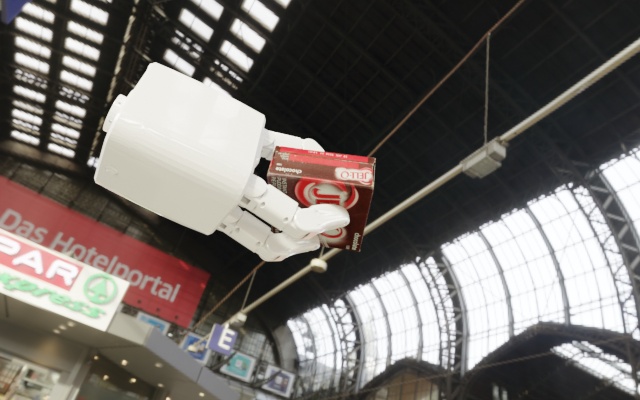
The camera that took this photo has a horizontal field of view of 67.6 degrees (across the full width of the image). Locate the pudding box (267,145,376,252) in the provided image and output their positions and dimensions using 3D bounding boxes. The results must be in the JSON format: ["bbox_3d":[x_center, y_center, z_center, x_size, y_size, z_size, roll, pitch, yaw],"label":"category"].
[{"bbox_3d":[0.000,0.001,0.446,0.090,0.039,0.114,8,-33,3],"label":"pudding box"}]
